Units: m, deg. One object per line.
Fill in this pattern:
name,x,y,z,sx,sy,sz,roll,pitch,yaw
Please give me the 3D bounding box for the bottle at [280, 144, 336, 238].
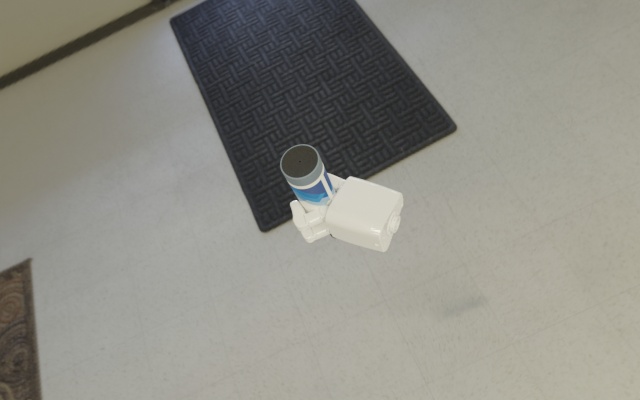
bottle,0.000,0.003,0.900,0.069,0.069,0.296,0,-27,15
